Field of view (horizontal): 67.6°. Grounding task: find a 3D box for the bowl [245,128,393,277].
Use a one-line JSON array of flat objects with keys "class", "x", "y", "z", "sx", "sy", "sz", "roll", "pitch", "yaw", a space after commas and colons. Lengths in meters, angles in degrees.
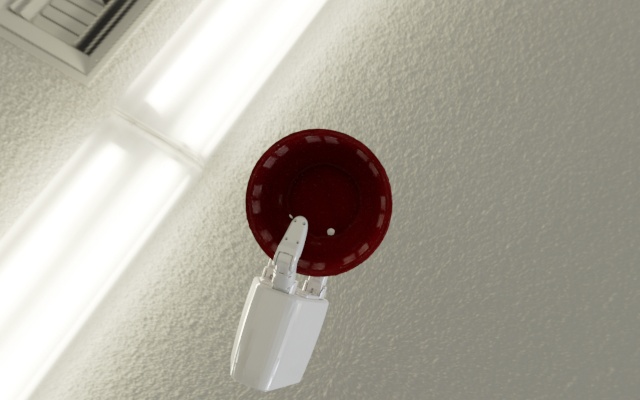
[{"class": "bowl", "x": 0.001, "y": 0.001, "z": 0.540, "sx": 0.162, "sy": 0.162, "sz": 0.055, "roll": 0, "pitch": 3, "yaw": 9}]
